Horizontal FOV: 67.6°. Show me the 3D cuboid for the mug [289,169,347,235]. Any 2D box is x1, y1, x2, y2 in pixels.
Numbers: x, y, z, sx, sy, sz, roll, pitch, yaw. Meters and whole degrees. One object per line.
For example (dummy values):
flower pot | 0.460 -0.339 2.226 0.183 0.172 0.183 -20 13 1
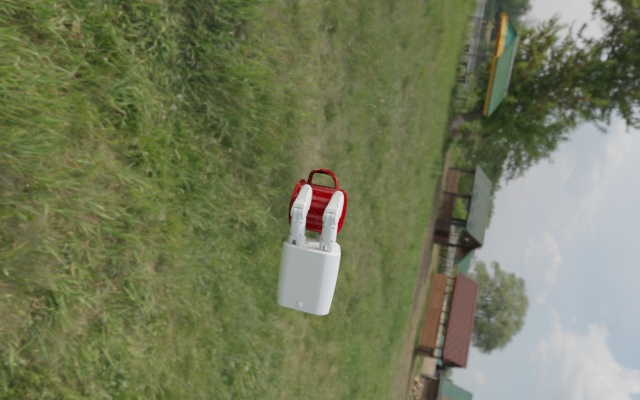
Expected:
mug | 0.001 0.001 0.838 0.081 0.117 0.093 11 7 16
